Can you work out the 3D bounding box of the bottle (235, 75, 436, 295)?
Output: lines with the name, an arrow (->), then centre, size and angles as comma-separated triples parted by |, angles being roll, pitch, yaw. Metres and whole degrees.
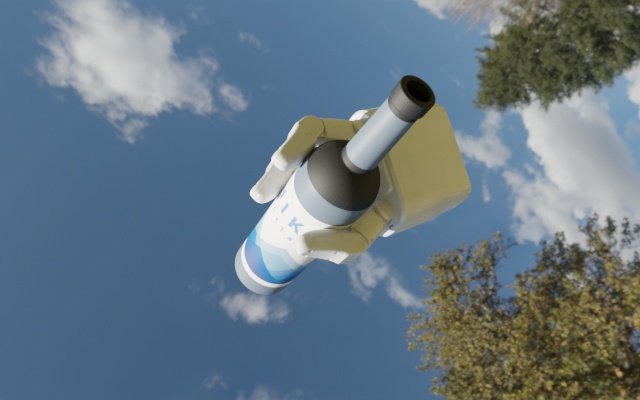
bottle -> 0.000, 0.002, 0.419 | 0.069, 0.069, 0.296 | 0, -29, -29
